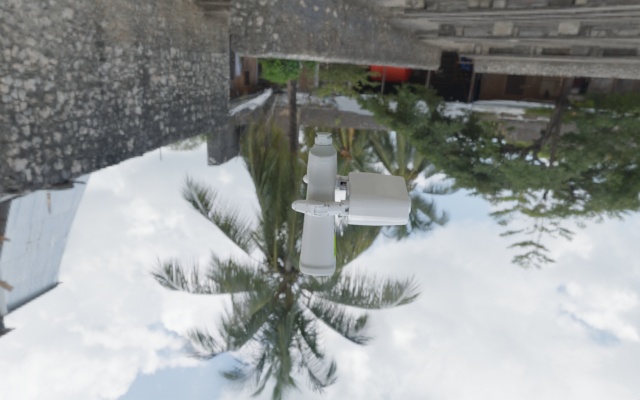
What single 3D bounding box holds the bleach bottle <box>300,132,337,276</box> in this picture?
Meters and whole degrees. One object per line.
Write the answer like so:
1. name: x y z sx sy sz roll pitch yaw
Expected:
1. bleach bottle: 0.000 0.003 0.877 0.068 0.251 0.102 3 16 0
